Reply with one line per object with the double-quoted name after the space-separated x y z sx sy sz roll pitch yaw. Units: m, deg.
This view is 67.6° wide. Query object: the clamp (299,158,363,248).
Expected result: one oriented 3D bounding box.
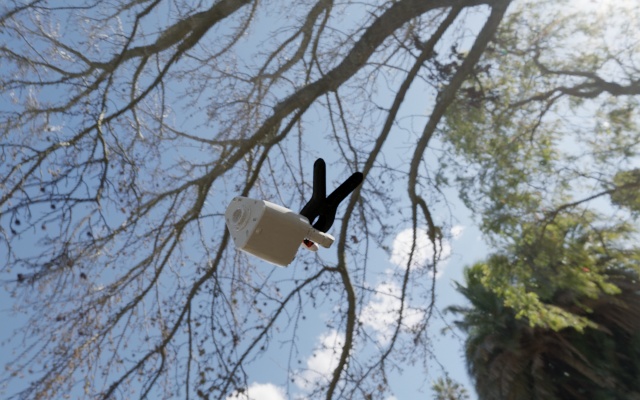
0.000 0.003 0.875 0.120 0.171 0.039 28 4 -39 "clamp"
